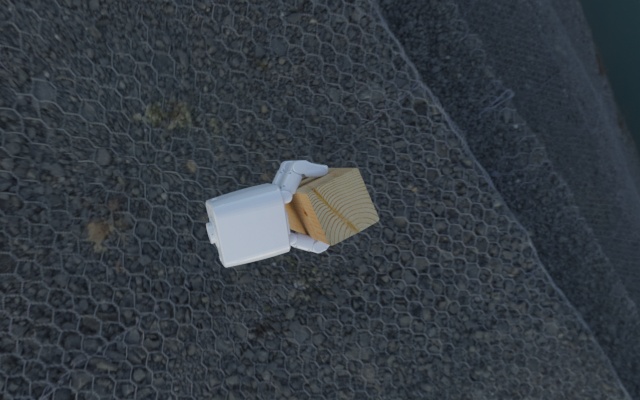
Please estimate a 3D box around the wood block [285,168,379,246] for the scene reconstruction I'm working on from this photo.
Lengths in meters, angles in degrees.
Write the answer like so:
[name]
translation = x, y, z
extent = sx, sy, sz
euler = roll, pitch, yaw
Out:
[wood block]
translation = 0.000, 0.003, 0.791
extent = 0.090, 0.091, 0.206
euler = -27, 12, -16
